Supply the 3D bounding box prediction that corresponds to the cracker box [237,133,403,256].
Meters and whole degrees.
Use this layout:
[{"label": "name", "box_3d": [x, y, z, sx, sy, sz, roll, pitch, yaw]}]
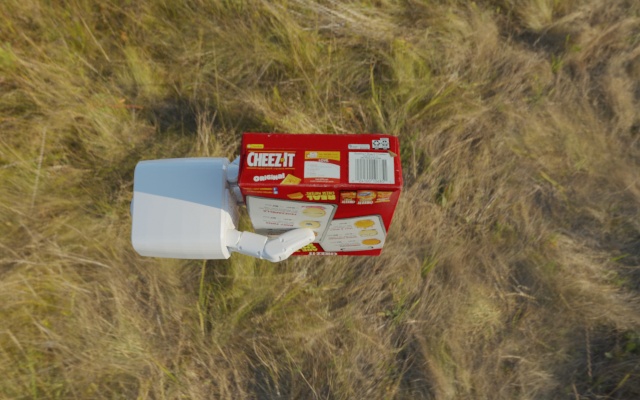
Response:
[{"label": "cracker box", "box_3d": [0.000, 0.002, 0.571, 0.164, 0.072, 0.214, 0, -25, 1]}]
